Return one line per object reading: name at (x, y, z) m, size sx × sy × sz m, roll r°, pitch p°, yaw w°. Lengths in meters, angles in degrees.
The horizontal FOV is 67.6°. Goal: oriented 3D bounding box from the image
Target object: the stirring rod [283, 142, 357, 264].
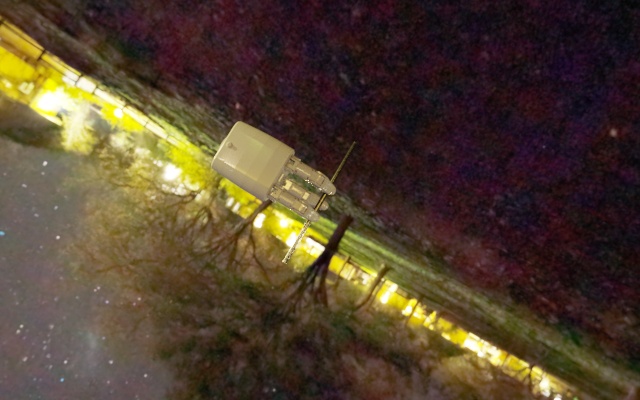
stirring rod at (0.000, 0.003, 0.820) m, size 0.011 × 0.239 × 0.011 m, roll 30°, pitch -6°, yaw 3°
